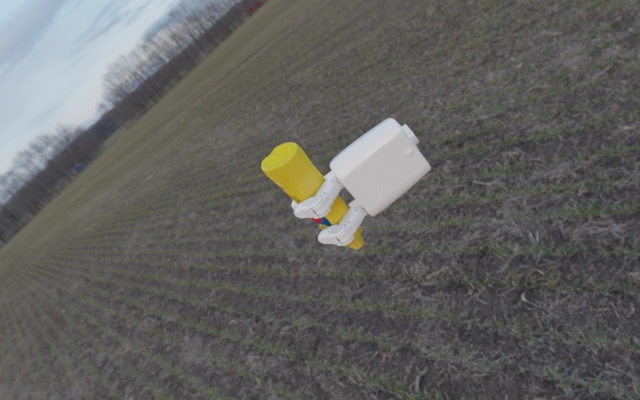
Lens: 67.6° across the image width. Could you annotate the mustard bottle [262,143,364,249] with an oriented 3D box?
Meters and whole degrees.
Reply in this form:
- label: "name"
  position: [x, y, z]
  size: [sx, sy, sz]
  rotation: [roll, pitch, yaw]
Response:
- label: "mustard bottle"
  position: [0.000, 0.002, 0.696]
  size: [0.192, 0.058, 0.096]
  rotation: [47, -14, -22]
